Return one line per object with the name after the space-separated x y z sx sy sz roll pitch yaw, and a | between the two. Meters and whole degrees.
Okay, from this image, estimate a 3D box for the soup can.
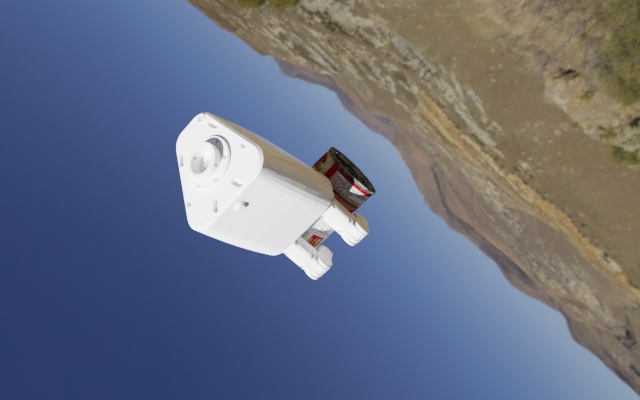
0.000 0.002 0.518 0.102 0.068 0.068 -45 -14 14 | soup can
